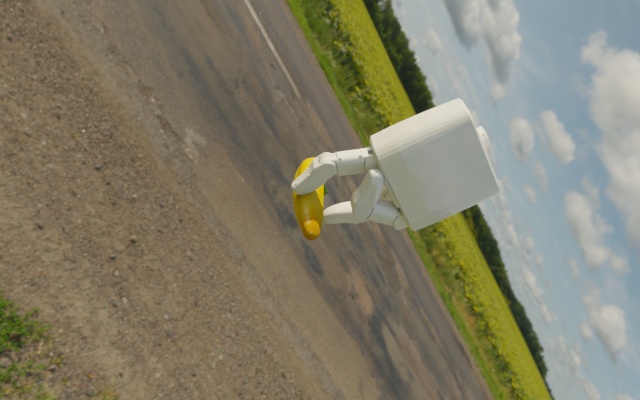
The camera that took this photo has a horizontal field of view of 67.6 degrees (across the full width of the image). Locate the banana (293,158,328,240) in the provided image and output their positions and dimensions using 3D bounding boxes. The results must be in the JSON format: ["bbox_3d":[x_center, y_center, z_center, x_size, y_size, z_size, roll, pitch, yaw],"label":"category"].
[{"bbox_3d":[-0.008,-0.015,0.604,0.037,0.069,0.197,-24,13,13],"label":"banana"}]
